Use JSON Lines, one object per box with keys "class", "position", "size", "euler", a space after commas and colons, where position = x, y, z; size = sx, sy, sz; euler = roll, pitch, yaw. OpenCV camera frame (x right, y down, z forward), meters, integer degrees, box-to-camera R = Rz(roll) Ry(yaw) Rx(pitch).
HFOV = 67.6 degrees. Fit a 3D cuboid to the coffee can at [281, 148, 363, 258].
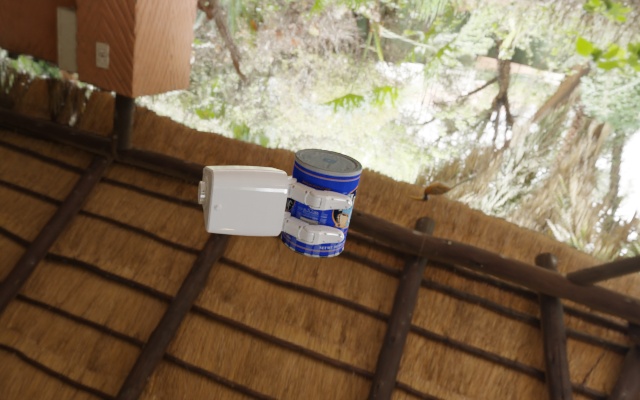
{"class": "coffee can", "position": [0.000, 0.002, 0.736], "size": [0.103, 0.140, 0.102], "euler": [10, 22, -4]}
